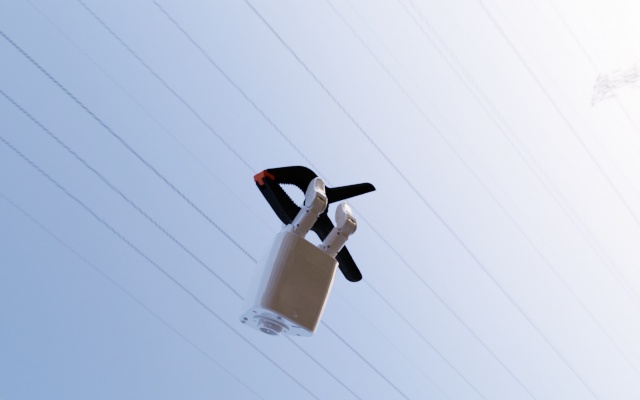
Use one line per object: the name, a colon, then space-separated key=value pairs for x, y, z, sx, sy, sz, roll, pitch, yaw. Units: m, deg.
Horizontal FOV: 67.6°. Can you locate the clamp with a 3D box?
clamp: x=-0.001 y=0.002 z=0.692 sx=0.210 sy=0.164 sz=0.036 roll=35 pitch=-35 yaw=-26
